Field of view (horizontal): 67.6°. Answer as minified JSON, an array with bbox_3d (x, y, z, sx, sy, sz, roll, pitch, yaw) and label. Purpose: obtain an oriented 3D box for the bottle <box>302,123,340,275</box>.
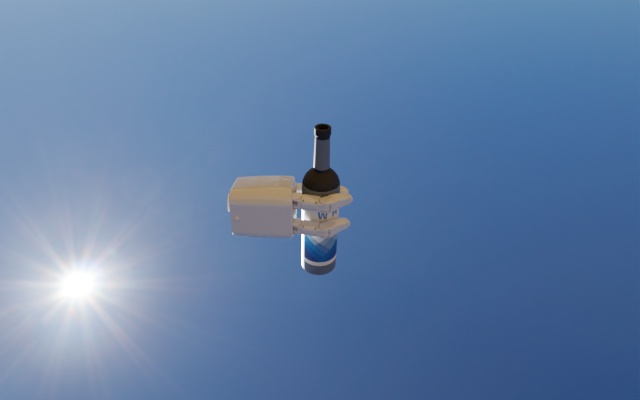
[{"bbox_3d":[0.000,0.003,0.847,0.069,0.296,0.069,1,35,-1],"label":"bottle"}]
